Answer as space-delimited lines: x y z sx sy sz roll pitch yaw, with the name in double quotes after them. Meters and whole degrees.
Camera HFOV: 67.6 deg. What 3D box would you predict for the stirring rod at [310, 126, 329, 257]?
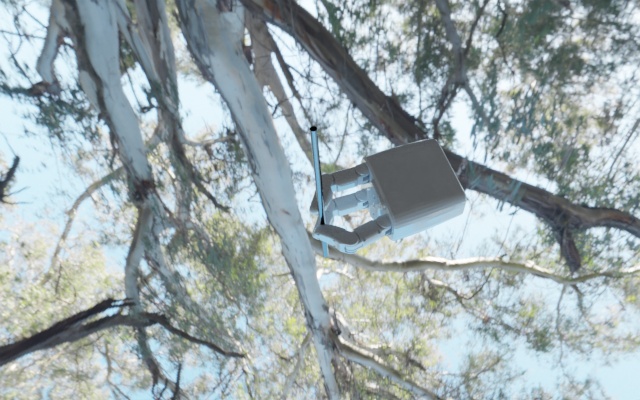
0.000 0.002 0.578 0.011 0.011 0.240 0 -38 4 "stirring rod"
